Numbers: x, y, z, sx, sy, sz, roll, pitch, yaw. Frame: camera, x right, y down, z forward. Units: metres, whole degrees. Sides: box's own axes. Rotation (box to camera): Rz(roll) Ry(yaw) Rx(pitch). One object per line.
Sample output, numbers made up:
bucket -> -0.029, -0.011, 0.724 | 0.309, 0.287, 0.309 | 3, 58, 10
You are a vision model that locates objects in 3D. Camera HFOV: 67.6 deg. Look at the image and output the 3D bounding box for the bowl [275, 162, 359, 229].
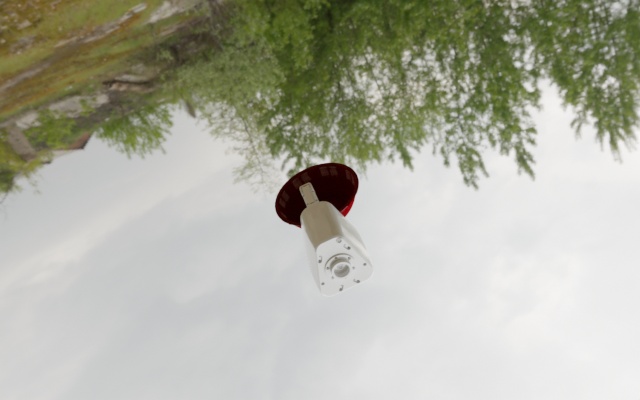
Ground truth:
bowl -> 0.000, 0.002, 0.880 | 0.162, 0.162, 0.055 | 0, -44, 27
